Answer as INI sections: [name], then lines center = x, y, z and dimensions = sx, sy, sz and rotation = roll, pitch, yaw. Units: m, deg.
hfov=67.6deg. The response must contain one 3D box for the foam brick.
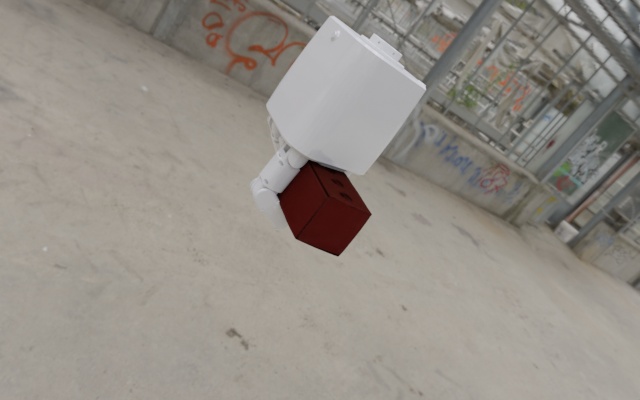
[foam brick]
center = 0.000, 0.002, 0.435
dimensions = 0.053, 0.051, 0.078
rotation = 25, 23, -36
